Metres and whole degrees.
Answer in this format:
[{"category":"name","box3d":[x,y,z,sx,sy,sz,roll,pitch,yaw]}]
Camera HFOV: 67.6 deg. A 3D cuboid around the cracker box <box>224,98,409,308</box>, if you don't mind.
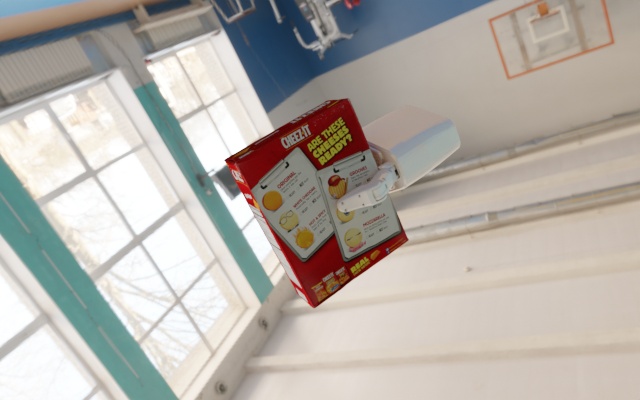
[{"category":"cracker box","box3d":[0.000,0.002,0.616,0.164,0.214,0.072,-33,20,-18]}]
